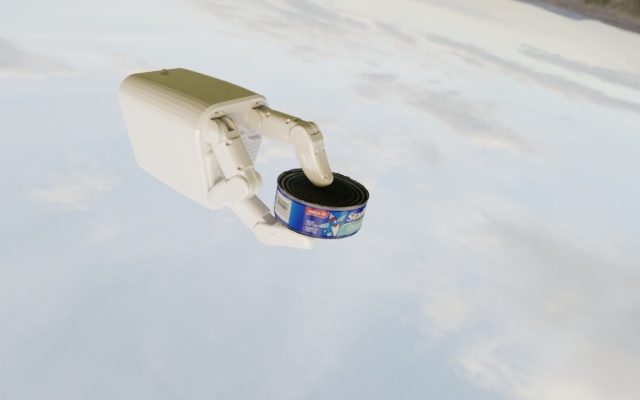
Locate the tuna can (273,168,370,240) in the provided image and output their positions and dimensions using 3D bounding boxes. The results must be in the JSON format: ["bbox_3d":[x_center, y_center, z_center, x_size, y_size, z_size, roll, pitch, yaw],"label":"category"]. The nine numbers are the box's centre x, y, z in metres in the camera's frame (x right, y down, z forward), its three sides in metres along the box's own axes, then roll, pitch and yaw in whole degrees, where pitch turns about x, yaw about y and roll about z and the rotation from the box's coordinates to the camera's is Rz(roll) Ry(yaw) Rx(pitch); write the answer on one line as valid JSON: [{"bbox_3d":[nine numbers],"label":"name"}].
[{"bbox_3d":[0.000,0.002,0.441,0.086,0.034,0.086,9,24,-4],"label":"tuna can"}]
